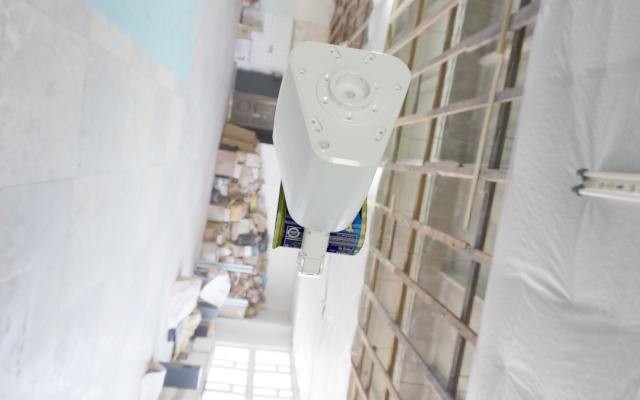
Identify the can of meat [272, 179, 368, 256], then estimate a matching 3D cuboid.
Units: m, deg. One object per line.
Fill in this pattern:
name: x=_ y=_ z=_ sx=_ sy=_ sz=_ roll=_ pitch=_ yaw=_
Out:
can of meat: x=0.000 y=0.002 z=0.473 sx=0.084 sy=0.102 sz=0.057 roll=8 pitch=-31 yaw=-6
